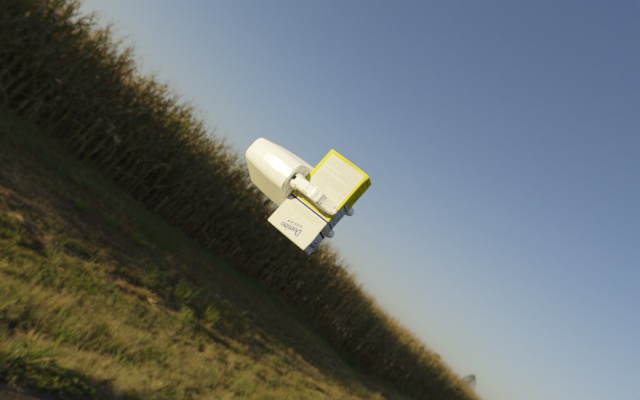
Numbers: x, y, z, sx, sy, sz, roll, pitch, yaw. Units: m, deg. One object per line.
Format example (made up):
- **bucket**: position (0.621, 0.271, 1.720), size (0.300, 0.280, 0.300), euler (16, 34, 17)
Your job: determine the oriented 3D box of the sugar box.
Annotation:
- **sugar box**: position (0.000, 0.003, 0.856), size (0.093, 0.176, 0.048), euler (38, -8, 24)
